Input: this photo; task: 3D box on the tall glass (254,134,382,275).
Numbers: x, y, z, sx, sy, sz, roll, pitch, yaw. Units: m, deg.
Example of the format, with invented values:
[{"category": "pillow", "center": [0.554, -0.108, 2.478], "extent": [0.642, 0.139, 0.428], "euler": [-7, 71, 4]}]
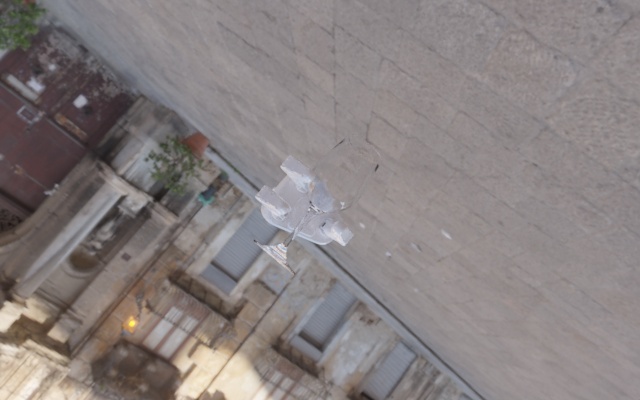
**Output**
[{"category": "tall glass", "center": [0.000, 0.003, 0.663], "extent": [0.079, 0.201, 0.079], "euler": [39, -8, 6]}]
